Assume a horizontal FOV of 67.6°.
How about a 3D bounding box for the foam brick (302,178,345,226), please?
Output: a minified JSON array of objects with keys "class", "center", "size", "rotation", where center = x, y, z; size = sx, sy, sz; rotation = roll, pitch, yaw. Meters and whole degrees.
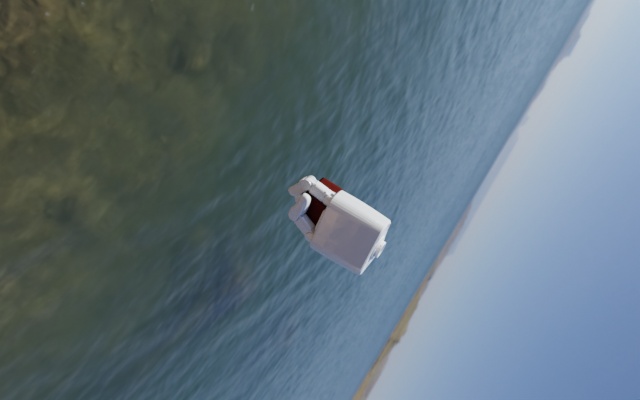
[{"class":"foam brick","center":[0.000,0.003,0.890],"size":[0.051,0.053,0.078],"rotation":[30,38,15]}]
